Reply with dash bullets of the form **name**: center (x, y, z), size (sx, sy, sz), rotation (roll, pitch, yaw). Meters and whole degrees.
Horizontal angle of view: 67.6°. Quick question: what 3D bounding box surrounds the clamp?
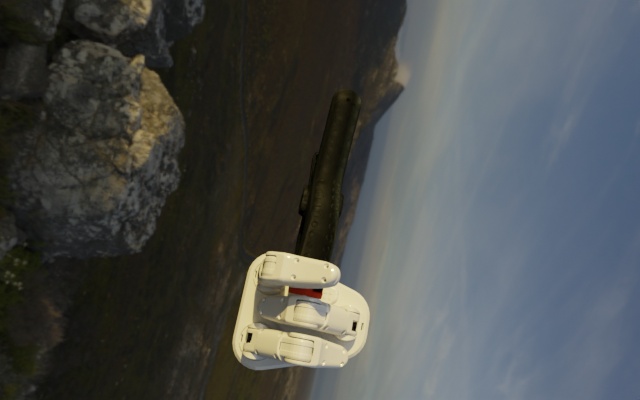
- **clamp**: center (0.001, 0.002, 0.421), size (0.039, 0.171, 0.120), rotation (14, -17, 1)
